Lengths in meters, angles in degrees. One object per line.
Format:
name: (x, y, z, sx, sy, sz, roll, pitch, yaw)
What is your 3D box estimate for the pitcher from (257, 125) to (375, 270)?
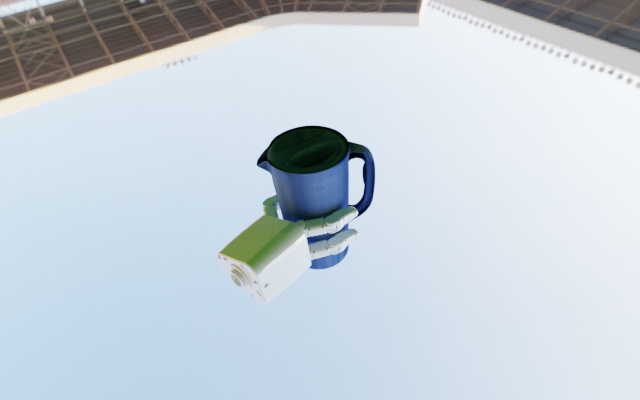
pitcher: (0.000, 0.003, 0.822, 0.149, 0.243, 0.145, 27, 51, 33)
